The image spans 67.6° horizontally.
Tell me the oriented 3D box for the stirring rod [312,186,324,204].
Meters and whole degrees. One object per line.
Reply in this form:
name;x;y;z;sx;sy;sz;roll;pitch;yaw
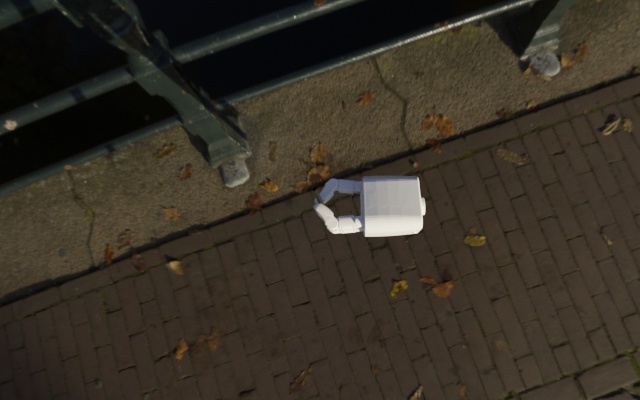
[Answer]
stirring rod;0.000;0.003;0.881;0.011;0.011;0.239;0;-11;5
